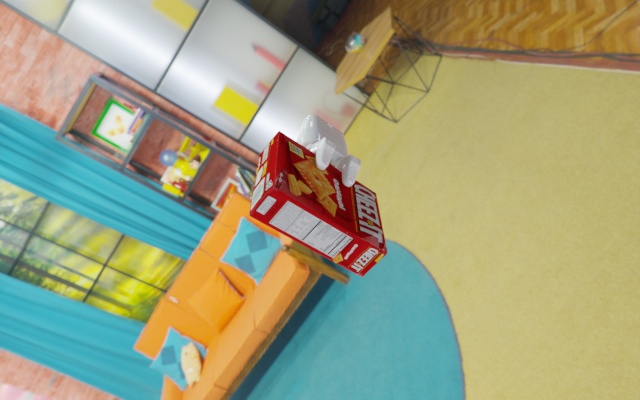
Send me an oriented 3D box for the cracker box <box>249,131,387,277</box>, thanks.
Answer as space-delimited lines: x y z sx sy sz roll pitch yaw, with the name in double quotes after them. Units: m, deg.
0.000 0.003 0.762 0.214 0.072 0.164 30 31 -21 "cracker box"
